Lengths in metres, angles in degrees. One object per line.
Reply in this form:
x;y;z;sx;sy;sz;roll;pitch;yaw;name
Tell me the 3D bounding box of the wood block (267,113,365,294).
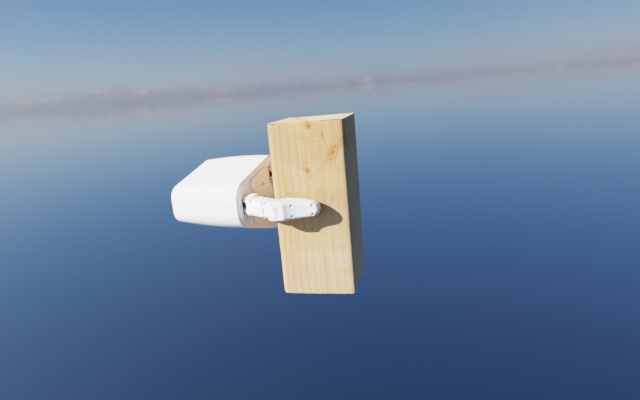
0.000;0.002;0.591;0.090;0.206;0.090;-2;14;14;wood block
